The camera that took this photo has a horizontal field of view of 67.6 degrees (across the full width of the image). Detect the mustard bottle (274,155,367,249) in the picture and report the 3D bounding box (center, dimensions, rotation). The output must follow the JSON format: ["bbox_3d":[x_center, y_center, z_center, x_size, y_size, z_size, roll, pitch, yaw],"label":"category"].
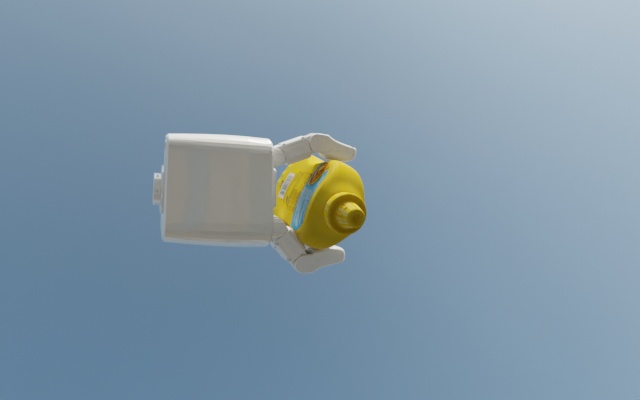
[{"bbox_3d":[0.000,0.002,0.524,0.058,0.096,0.191,28,-2,-21],"label":"mustard bottle"}]
